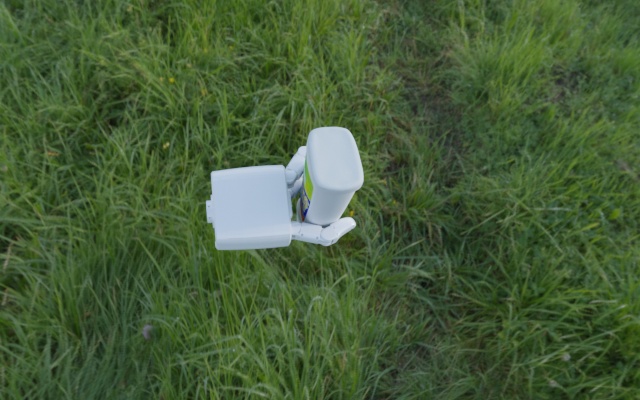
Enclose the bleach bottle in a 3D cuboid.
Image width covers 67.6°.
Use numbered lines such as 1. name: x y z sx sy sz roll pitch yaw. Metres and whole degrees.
1. bleach bottle: 0.000 0.002 0.718 0.068 0.102 0.251 -3 -28 -12
